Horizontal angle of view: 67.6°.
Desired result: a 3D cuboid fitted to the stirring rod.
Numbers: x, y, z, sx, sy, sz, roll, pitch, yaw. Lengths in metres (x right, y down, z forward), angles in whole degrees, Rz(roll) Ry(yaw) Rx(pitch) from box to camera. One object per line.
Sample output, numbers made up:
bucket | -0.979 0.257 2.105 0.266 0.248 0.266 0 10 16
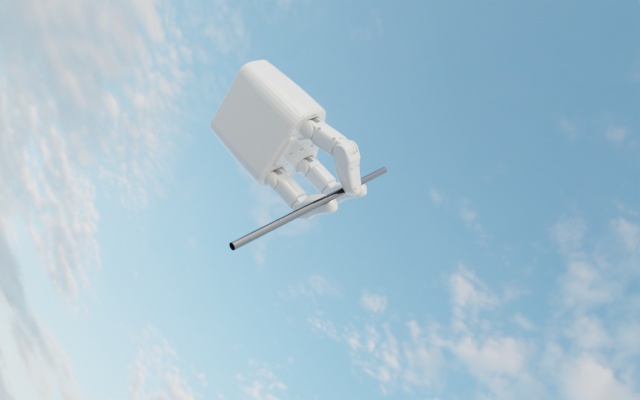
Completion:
stirring rod | 0.000 0.002 0.506 0.011 0.011 0.239 0 19 44
